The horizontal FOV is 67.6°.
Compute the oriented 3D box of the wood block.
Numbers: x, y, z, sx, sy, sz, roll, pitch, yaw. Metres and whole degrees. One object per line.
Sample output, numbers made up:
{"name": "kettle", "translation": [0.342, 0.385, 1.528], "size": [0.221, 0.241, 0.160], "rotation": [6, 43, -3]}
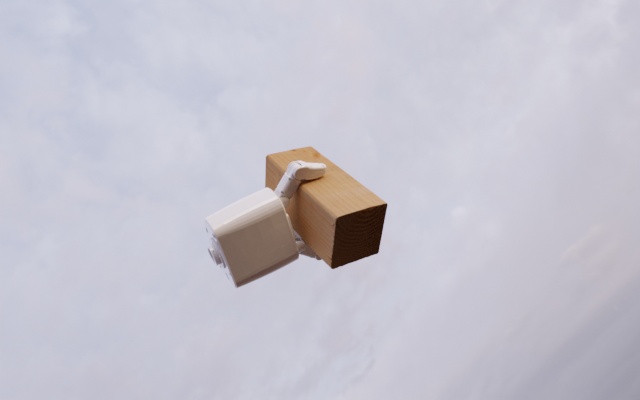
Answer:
{"name": "wood block", "translation": [0.000, 0.002, 0.739], "size": [0.090, 0.091, 0.206], "rotation": [-15, 36, -30]}
